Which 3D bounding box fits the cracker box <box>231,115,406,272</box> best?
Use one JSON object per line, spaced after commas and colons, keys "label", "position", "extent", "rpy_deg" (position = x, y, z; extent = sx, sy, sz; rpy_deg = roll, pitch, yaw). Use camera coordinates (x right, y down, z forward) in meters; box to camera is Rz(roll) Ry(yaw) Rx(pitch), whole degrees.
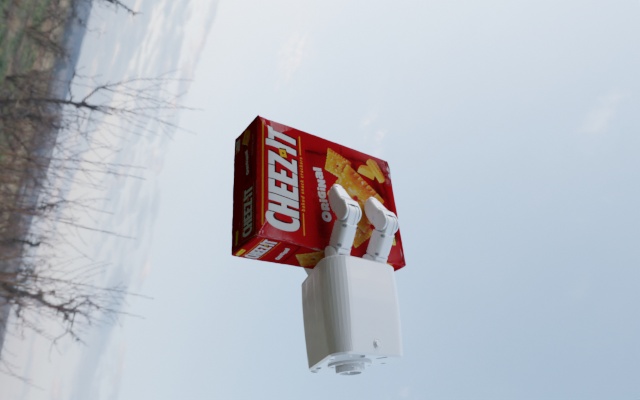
{"label": "cracker box", "position": [0.000, 0.002, 0.606], "extent": [0.214, 0.164, 0.072], "rpy_deg": [16, -35, -32]}
